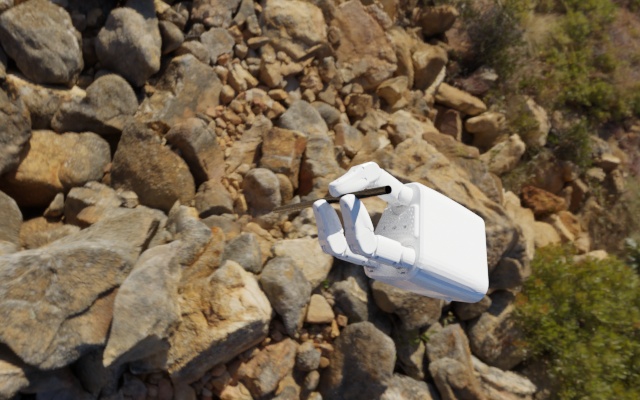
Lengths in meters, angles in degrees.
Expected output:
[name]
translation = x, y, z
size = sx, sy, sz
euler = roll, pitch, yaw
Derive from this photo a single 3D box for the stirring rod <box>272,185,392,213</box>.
[stirring rod]
translation = 0.000, 0.002, 0.521
size = 0.011, 0.011, 0.239
euler = 0, -5, -30
